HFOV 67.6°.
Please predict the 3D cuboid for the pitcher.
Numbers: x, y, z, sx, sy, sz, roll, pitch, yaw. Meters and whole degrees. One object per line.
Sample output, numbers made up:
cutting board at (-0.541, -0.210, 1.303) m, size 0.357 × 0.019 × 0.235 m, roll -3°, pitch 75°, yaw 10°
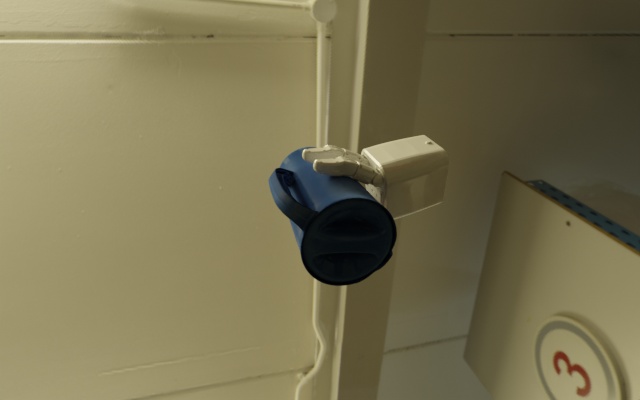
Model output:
pitcher at (0.000, 0.002, 0.717) m, size 0.145 × 0.149 × 0.242 m, roll -16°, pitch 30°, yaw -9°
